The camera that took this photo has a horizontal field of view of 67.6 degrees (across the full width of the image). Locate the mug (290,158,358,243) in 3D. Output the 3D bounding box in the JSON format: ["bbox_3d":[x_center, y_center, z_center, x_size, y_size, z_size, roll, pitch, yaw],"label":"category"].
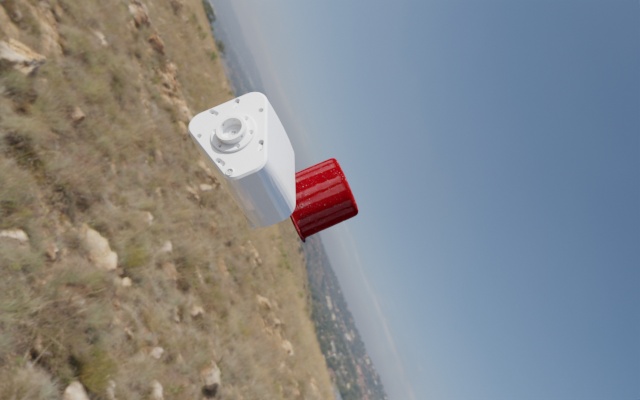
[{"bbox_3d":[0.001,0.003,0.627,0.081,0.093,0.117,-23,-31,0],"label":"mug"}]
